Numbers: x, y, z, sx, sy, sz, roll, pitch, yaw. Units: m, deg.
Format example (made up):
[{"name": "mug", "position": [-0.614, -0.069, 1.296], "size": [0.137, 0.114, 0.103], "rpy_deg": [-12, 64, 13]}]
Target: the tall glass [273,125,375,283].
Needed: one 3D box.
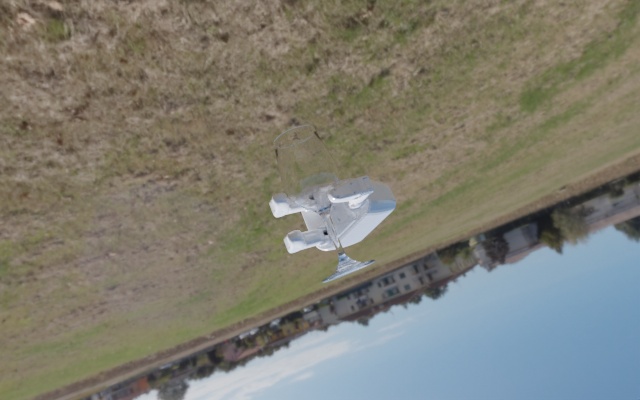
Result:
[{"name": "tall glass", "position": [0.000, 0.003, 0.637], "size": [0.079, 0.201, 0.079], "rpy_deg": [-21, -12, -5]}]
